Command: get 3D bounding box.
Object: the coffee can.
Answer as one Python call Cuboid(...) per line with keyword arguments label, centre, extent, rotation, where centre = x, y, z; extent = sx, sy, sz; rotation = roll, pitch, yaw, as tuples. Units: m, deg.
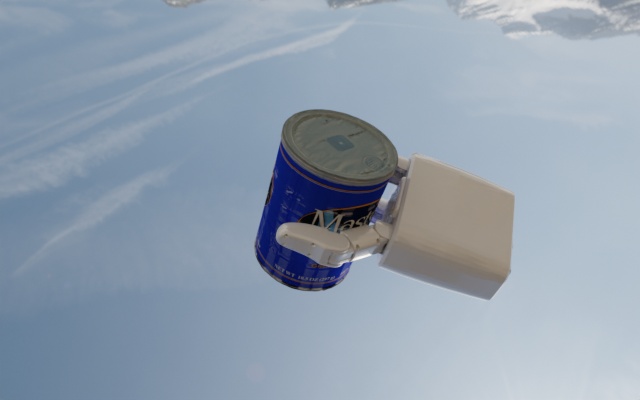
Cuboid(label="coffee can", centre=(0.000, 0.001, 0.448), extent=(0.103, 0.140, 0.102), rotation=(11, 39, -10))
